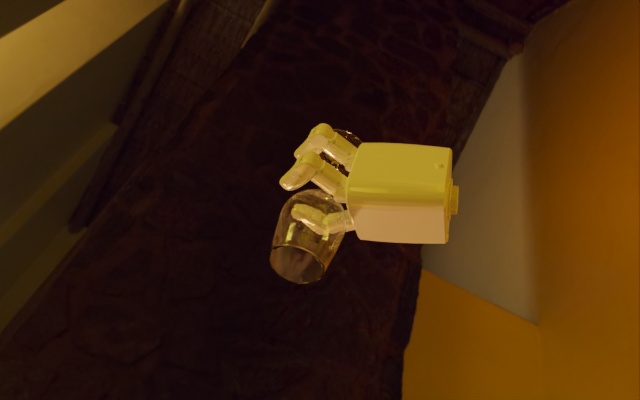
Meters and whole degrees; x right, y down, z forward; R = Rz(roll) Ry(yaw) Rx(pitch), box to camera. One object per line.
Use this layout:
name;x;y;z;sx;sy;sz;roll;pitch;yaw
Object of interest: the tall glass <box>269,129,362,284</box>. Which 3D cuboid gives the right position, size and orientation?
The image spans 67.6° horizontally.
tall glass;0.000;0.001;0.570;0.079;0.079;0.201;0;42;21
